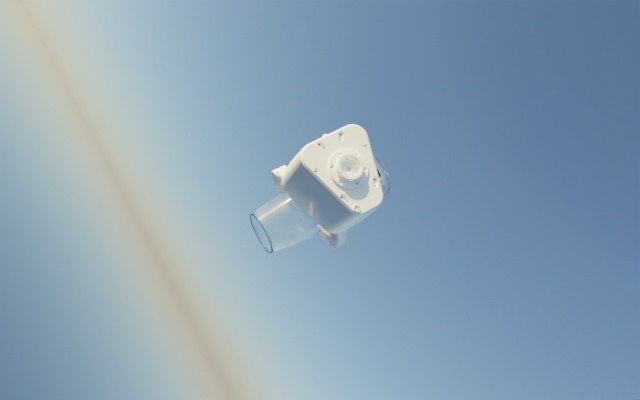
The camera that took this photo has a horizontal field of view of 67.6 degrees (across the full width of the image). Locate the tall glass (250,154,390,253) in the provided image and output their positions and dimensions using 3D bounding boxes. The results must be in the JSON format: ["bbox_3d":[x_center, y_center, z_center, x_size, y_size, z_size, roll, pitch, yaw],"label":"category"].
[{"bbox_3d":[0.001,0.002,0.692,0.201,0.079,0.079,-28,10,-20],"label":"tall glass"}]
